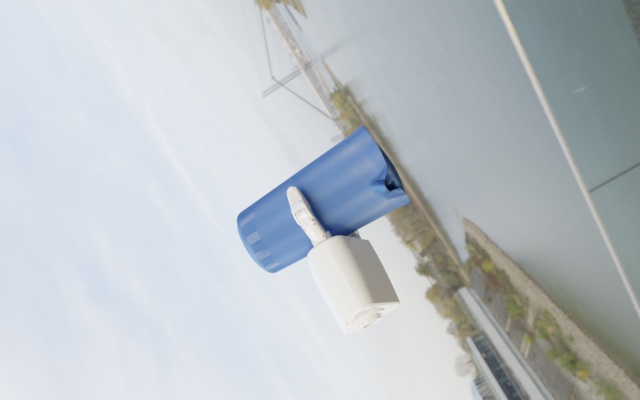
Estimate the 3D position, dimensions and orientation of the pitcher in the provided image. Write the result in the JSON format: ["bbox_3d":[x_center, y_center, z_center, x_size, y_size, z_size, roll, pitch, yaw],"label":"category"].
[{"bbox_3d":[0.000,0.003,0.724,0.243,0.145,0.149,-31,-25,7],"label":"pitcher"}]
